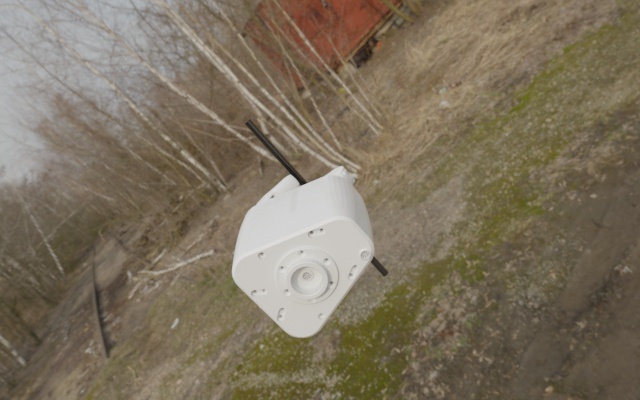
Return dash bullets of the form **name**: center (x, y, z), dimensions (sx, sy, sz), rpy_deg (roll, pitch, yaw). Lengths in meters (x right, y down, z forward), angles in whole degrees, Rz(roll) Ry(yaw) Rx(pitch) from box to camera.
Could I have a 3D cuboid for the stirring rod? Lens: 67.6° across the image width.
- **stirring rod**: center (0.000, 0.002, 0.541), dimensions (0.011, 0.239, 0.011), rpy_deg (-39, 15, 13)
